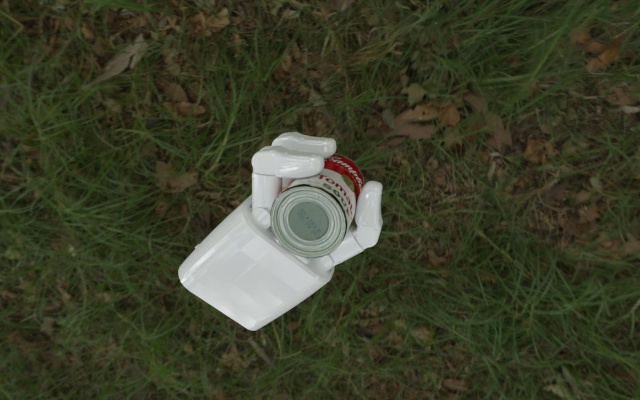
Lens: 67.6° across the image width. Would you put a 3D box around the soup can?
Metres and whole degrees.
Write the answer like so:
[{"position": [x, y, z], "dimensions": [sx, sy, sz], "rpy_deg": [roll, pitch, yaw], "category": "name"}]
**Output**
[{"position": [0.000, 0.001, 0.439], "dimensions": [0.068, 0.068, 0.102], "rpy_deg": [0, 20, 14], "category": "soup can"}]
